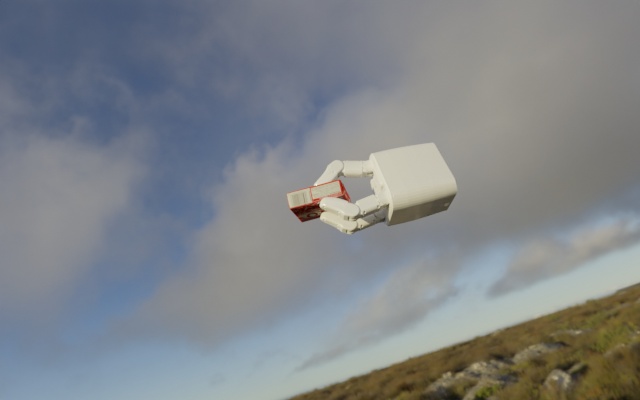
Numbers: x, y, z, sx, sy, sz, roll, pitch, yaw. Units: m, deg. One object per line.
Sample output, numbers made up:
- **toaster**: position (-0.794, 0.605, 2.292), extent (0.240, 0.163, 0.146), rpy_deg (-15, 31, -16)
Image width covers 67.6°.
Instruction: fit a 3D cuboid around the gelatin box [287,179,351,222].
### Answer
- **gelatin box**: position (0.000, 0.002, 0.752), extent (0.089, 0.030, 0.073), rpy_deg (-14, -22, 8)
